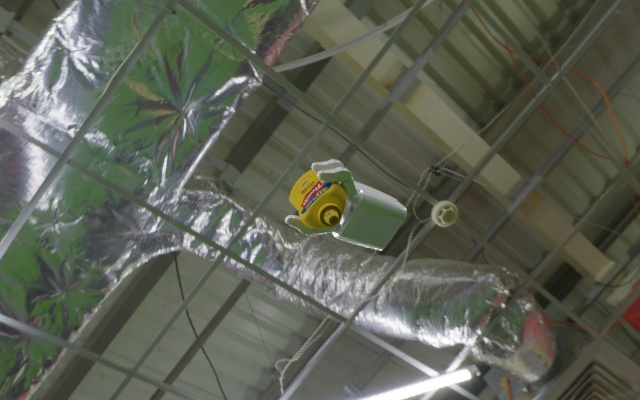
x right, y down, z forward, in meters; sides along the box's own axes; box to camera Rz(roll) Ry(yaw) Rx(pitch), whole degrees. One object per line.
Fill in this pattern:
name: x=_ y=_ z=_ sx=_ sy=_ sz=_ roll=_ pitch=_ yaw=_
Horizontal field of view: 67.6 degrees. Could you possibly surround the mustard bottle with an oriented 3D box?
mustard bottle: x=0.000 y=0.003 z=0.882 sx=0.058 sy=0.096 sz=0.191 roll=45 pitch=3 yaw=-24
